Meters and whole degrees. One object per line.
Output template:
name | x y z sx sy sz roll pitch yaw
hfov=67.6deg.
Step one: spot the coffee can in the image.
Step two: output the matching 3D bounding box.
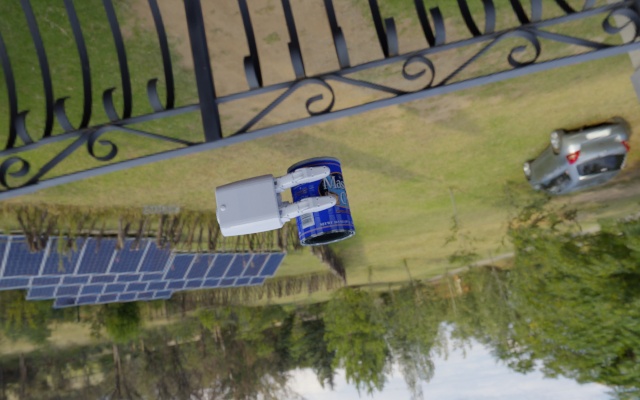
coffee can | 0.000 0.003 0.881 0.103 0.140 0.103 -11 -15 -3
